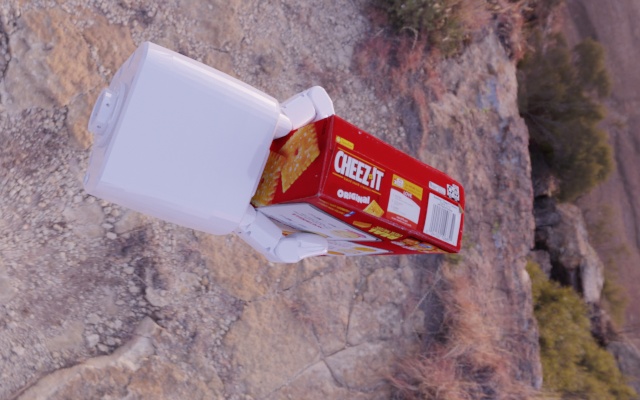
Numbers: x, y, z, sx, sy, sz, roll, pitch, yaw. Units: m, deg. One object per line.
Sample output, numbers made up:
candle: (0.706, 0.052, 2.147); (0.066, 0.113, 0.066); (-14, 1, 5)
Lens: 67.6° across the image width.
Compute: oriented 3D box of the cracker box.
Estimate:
cracker box: (0.000, 0.002, 0.455); (0.164, 0.072, 0.214); (21, -18, -34)
